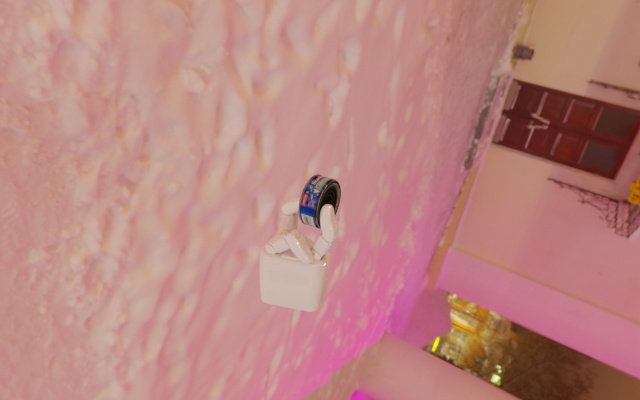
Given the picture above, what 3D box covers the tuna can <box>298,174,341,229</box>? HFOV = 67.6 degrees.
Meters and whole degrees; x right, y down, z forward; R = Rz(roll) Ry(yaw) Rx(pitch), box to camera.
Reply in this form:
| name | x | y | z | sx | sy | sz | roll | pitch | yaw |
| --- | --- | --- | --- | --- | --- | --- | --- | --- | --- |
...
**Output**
| name | x | y | z | sx | sy | sz | roll | pitch | yaw |
| --- | --- | --- | --- | --- | --- | --- | --- | --- | --- |
| tuna can | 0.001 | 0.003 | 0.782 | 0.033 | 0.086 | 0.086 | 17 | 7 | 25 |
